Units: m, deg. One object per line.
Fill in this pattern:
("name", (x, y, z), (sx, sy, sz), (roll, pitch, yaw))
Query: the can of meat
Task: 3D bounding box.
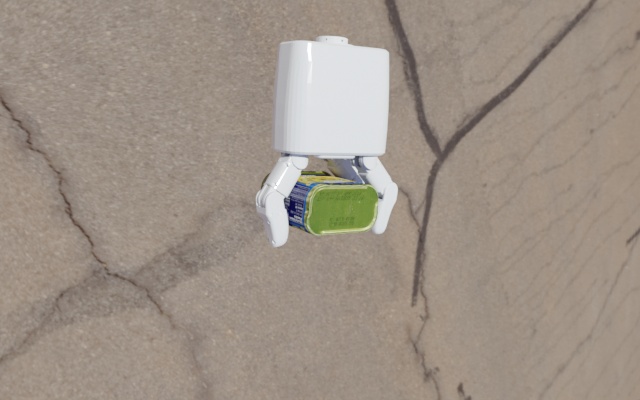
("can of meat", (0.000, 0.002, 0.515), (0.102, 0.057, 0.084), (-2, 12, -39))
